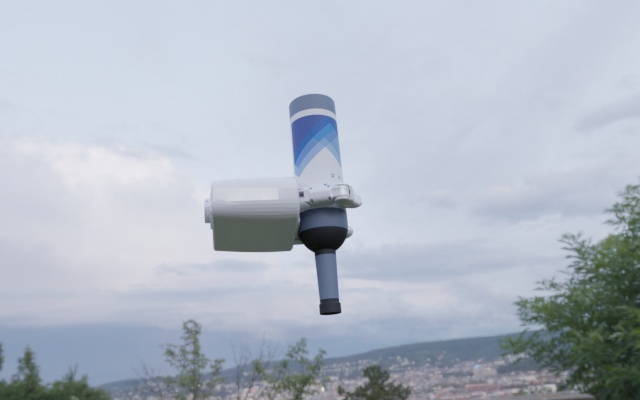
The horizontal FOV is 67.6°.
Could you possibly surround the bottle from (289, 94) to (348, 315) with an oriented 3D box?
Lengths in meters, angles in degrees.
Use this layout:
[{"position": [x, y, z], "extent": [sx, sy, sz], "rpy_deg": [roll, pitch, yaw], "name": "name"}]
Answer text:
[{"position": [0.000, 0.002, 0.638], "extent": [0.069, 0.295, 0.069], "rpy_deg": [-5, -19, -2], "name": "bottle"}]
